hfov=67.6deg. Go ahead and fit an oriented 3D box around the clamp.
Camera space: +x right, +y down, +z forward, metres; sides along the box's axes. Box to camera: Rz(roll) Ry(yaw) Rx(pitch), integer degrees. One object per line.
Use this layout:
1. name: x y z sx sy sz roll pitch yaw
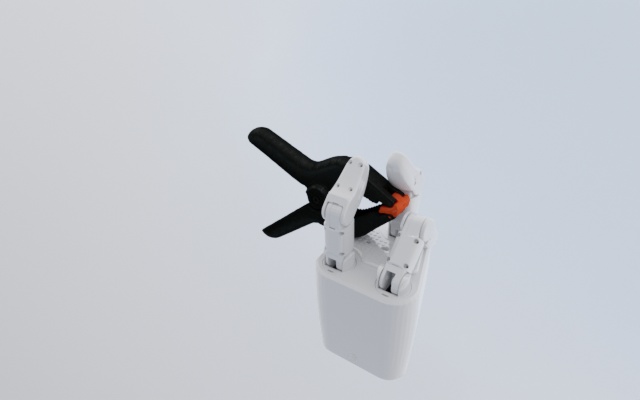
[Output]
1. clamp: 0.001 0.001 0.464 0.171 0.120 0.039 20 39 29
